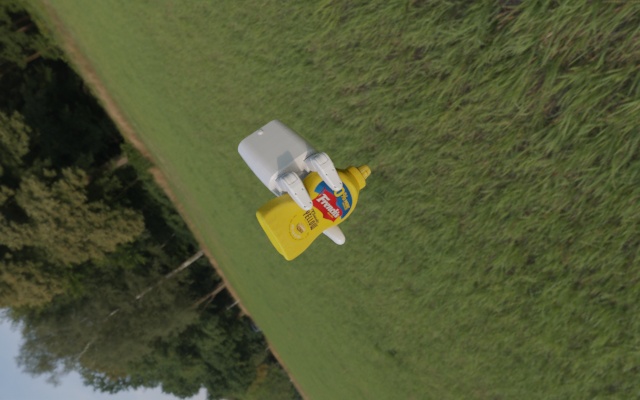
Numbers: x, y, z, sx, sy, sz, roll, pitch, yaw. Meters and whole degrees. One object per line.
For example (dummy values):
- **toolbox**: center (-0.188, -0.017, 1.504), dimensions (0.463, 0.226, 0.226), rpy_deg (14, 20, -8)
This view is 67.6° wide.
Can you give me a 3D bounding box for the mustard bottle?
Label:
- **mustard bottle**: center (0.000, 0.003, 0.747), dimensions (0.191, 0.096, 0.058), rpy_deg (-36, 31, -14)
